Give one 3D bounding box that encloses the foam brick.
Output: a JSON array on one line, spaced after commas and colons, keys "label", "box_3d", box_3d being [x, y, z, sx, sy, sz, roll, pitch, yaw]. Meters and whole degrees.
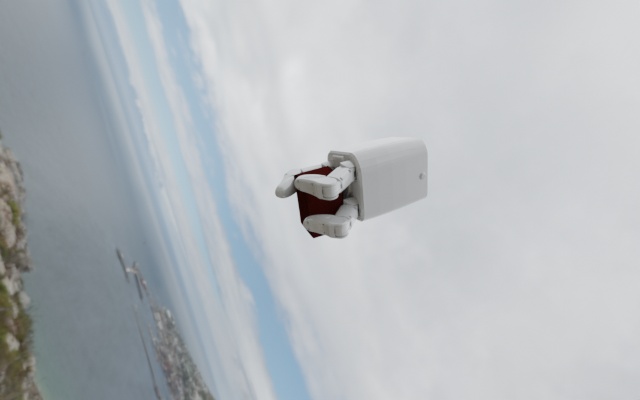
[{"label": "foam brick", "box_3d": [0.000, 0.002, 0.650, 0.051, 0.078, 0.053, -16, 30, -16]}]
